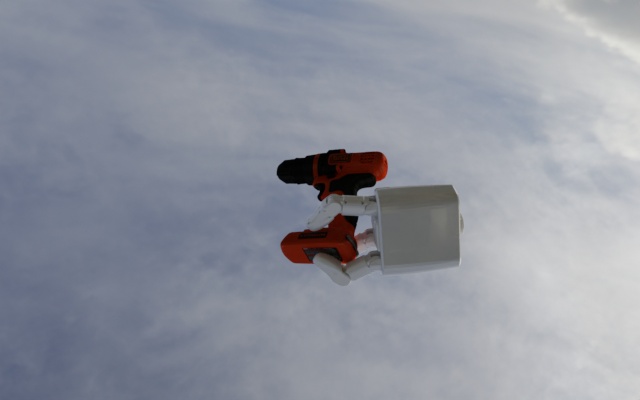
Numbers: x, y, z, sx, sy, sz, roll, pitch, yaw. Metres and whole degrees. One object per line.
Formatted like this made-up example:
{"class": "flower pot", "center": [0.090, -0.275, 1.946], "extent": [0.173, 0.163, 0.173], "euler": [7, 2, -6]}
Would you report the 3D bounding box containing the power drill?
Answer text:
{"class": "power drill", "center": [0.000, 0.003, 0.713], "extent": [0.184, 0.187, 0.057], "euler": [-3, -38, 24]}
